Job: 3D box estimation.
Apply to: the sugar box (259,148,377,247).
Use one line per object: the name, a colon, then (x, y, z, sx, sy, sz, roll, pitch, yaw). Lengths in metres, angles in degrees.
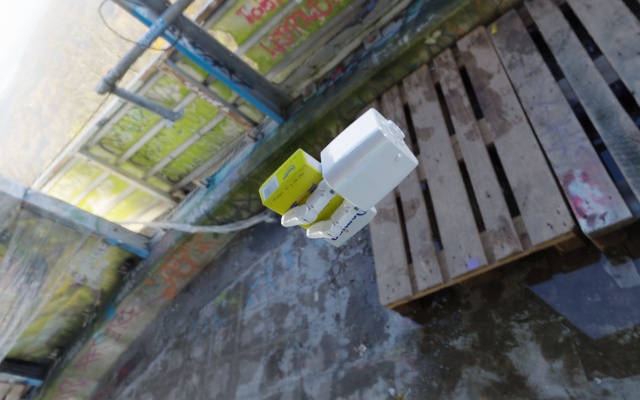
sugar box: (0.000, 0.003, 0.742, 0.093, 0.048, 0.176, -42, -51, 19)
